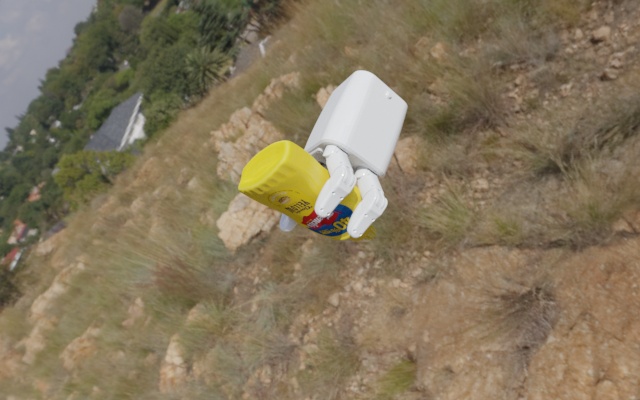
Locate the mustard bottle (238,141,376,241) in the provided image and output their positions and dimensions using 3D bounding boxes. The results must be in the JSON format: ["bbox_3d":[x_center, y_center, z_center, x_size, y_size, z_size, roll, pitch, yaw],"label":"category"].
[{"bbox_3d":[0.000,0.002,0.597,0.192,0.058,0.096,32,-41,-32],"label":"mustard bottle"}]
